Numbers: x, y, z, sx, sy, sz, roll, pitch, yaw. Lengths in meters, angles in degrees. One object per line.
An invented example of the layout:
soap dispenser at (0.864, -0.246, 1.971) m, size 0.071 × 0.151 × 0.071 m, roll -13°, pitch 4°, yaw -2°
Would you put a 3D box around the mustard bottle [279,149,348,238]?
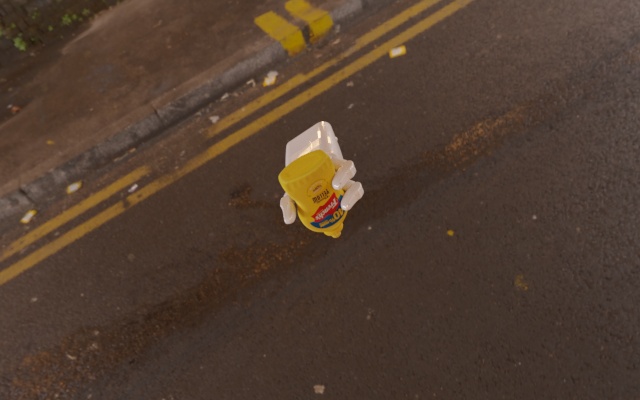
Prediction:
mustard bottle at (0.000, 0.003, 0.884) m, size 0.096 × 0.192 × 0.058 m, roll -34°, pitch 43°, yaw -9°
